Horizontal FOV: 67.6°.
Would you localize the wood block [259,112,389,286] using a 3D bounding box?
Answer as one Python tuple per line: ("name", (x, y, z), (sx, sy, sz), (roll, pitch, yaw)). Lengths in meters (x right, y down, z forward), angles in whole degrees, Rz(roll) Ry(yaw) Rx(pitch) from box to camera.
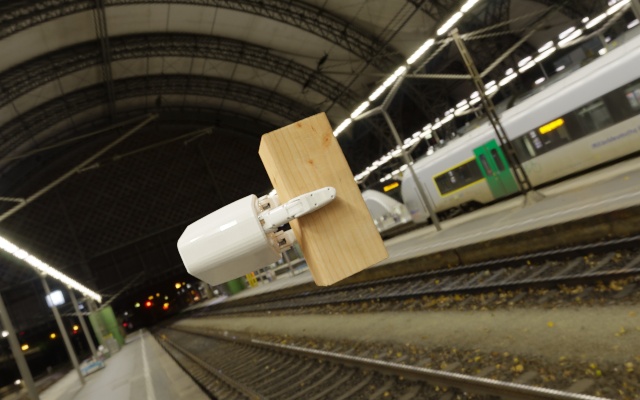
("wood block", (0.000, 0.002, 0.643), (0.090, 0.206, 0.091), (-23, -4, -13))
